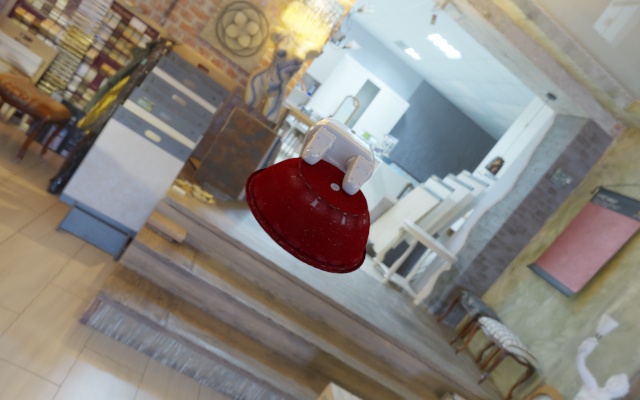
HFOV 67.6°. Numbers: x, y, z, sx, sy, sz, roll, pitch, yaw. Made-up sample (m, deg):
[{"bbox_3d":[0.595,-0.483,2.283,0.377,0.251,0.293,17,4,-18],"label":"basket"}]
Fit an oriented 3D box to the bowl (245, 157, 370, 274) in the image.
[{"bbox_3d":[0.000,0.002,0.528,0.162,0.162,0.055,0,-44,-50],"label":"bowl"}]
